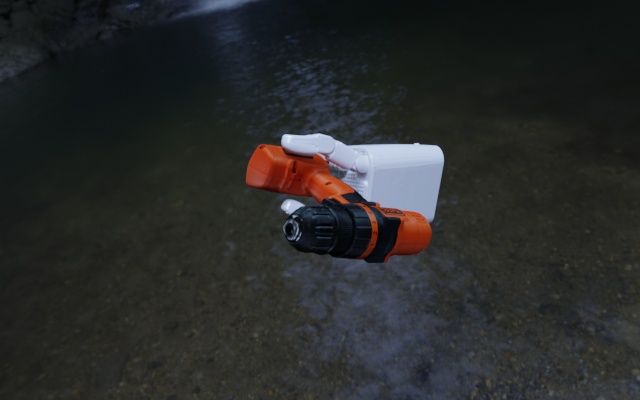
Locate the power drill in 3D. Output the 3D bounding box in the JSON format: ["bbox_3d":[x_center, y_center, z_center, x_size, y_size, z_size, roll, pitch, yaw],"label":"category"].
[{"bbox_3d":[0.000,0.001,0.500,0.184,0.057,0.187,8,21,-44],"label":"power drill"}]
